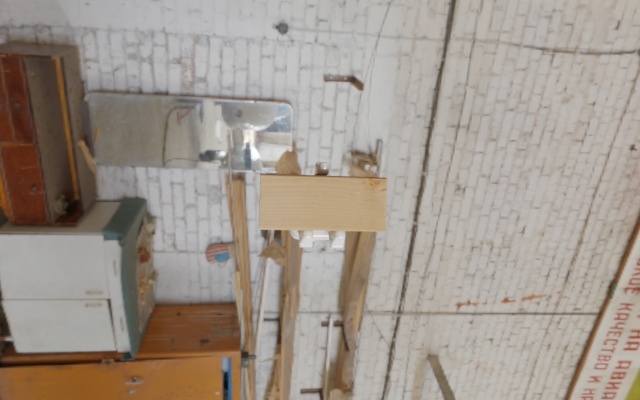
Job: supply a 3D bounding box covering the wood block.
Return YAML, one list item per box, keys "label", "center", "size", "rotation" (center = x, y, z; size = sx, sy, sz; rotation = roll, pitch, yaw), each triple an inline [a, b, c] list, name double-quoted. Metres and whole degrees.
- label: "wood block"
  center: [0.000, 0.002, 0.807]
  size: [0.206, 0.091, 0.090]
  rotation: [1, 3, -7]
